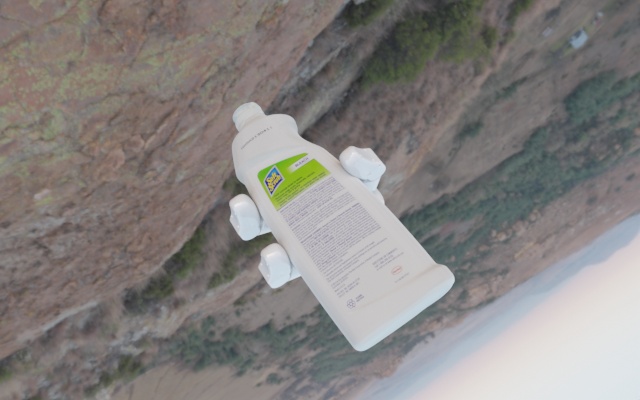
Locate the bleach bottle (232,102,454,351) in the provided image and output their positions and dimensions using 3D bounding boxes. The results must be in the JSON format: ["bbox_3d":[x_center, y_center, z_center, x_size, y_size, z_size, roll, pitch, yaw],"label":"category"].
[{"bbox_3d":[0.000,0.001,0.430,0.102,0.250,0.068,-33,-23,-6],"label":"bleach bottle"}]
